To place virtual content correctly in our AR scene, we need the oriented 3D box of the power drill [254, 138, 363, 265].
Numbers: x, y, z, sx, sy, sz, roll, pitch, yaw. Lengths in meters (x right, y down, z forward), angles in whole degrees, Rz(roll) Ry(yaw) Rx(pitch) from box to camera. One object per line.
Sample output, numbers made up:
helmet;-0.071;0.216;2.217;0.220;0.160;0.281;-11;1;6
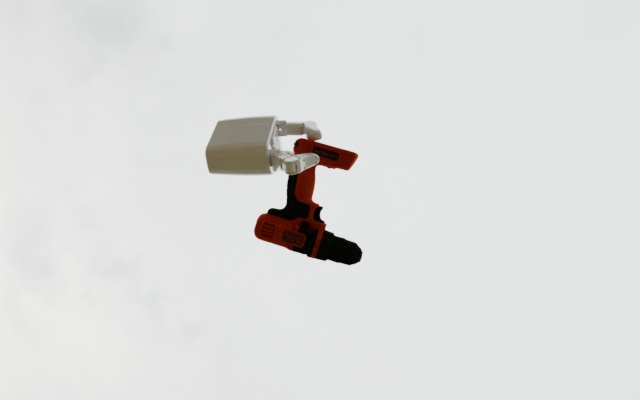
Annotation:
power drill;0.000;0.002;0.782;0.184;0.187;0.057;17;4;-3
